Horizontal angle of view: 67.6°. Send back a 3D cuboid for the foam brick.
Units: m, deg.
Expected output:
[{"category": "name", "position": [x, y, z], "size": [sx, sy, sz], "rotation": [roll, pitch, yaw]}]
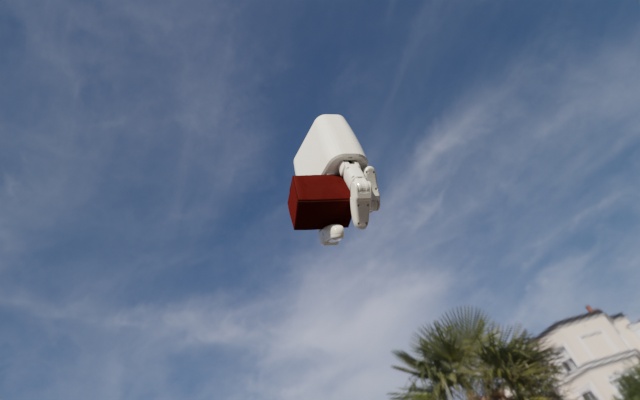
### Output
[{"category": "foam brick", "position": [0.000, 0.002, 0.625], "size": [0.078, 0.053, 0.051], "rotation": [-2, 43, -17]}]
